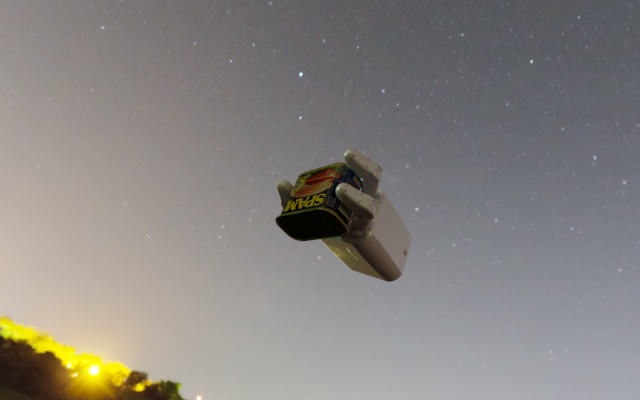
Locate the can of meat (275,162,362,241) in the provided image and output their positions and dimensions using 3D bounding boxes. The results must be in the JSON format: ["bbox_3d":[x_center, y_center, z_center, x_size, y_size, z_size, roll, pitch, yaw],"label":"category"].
[{"bbox_3d":[0.000,0.002,0.643,0.102,0.084,0.057,-12,-47,40],"label":"can of meat"}]
